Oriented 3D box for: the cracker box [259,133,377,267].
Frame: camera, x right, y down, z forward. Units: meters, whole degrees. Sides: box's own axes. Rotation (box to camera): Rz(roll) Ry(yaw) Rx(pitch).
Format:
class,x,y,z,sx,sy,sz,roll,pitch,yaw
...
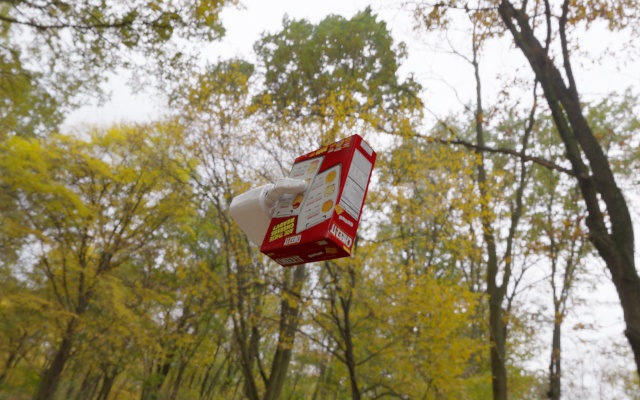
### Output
class,x,y,z,sx,sy,sz,roll,pitch,yaw
cracker box,0.000,0.002,0.837,0.164,0.213,0.072,-16,-44,43
